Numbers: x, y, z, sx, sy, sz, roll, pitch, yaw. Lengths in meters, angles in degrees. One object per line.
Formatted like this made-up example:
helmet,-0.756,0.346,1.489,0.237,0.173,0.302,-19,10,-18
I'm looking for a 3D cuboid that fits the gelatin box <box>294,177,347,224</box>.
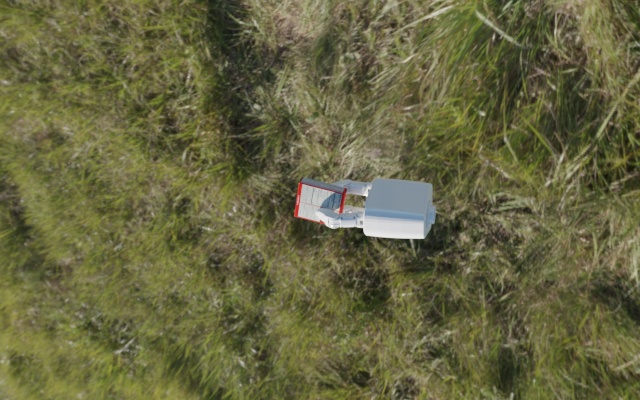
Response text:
gelatin box,0.000,0.003,0.891,0.089,0.073,0.030,14,29,9
